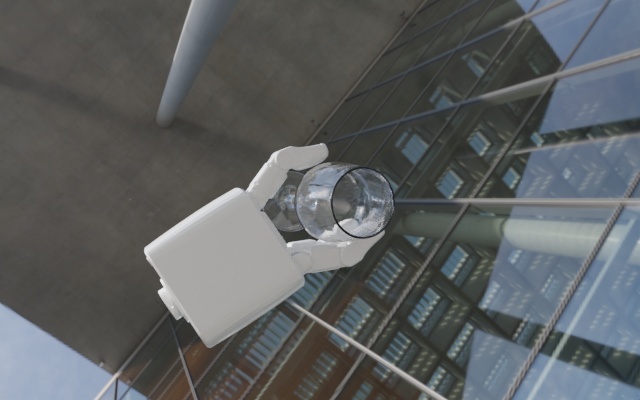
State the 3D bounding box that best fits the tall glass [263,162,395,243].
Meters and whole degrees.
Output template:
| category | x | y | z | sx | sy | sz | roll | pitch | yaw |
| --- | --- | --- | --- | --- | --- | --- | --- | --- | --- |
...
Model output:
| category | x | y | z | sx | sy | sz | roll | pitch | yaw |
| --- | --- | --- | --- | --- | --- | --- | --- | --- | --- |
| tall glass | 0.000 | 0.001 | 0.497 | 0.079 | 0.079 | 0.201 | 0 | 0 | -22 |
